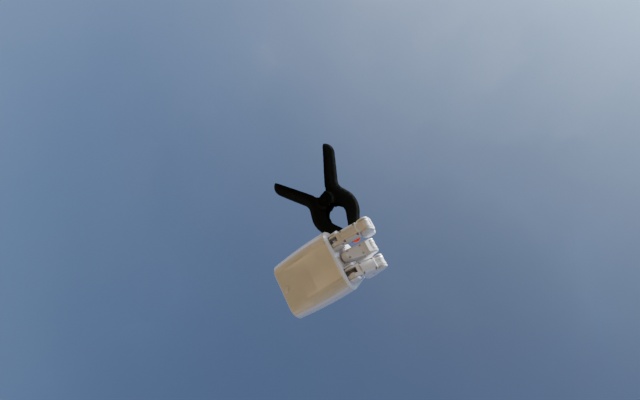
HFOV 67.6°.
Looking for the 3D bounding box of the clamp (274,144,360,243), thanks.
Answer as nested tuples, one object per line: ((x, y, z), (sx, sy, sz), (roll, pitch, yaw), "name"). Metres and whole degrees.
((0.001, 0.003, 0.778), (0.120, 0.171, 0.039), (-33, -24, 15), "clamp")
